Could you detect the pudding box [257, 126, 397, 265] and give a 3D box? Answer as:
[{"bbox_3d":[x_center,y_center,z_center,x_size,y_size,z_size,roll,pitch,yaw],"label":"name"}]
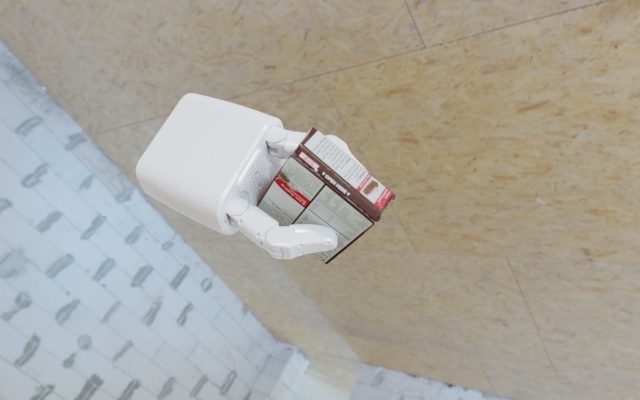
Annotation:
[{"bbox_3d":[0.000,0.001,0.420,0.090,0.039,0.113,39,-31,-2],"label":"pudding box"}]
